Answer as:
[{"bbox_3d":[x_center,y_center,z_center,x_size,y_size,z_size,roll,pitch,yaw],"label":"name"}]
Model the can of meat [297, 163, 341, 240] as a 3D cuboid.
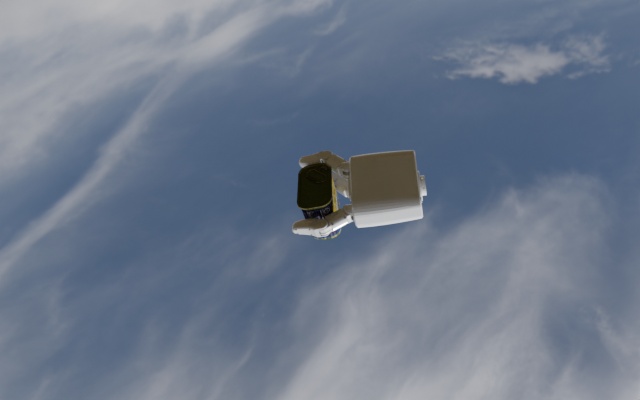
[{"bbox_3d":[0.000,0.003,0.796,0.057,0.102,0.084,-10,-45,10],"label":"can of meat"}]
